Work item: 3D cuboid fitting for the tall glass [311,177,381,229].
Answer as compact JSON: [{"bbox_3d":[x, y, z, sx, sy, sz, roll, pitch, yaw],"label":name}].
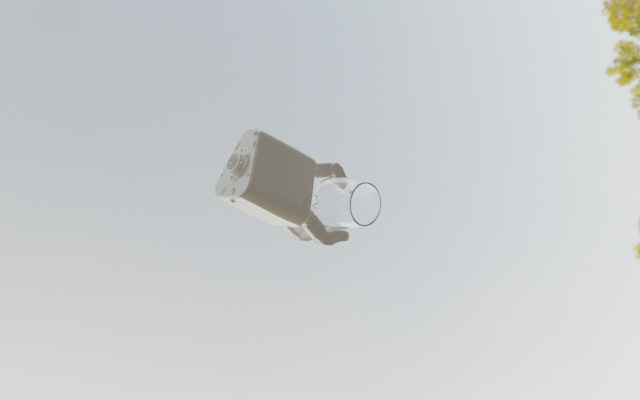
[{"bbox_3d":[0.000,0.002,0.739,0.079,0.079,0.201,0,2,-40],"label":"tall glass"}]
